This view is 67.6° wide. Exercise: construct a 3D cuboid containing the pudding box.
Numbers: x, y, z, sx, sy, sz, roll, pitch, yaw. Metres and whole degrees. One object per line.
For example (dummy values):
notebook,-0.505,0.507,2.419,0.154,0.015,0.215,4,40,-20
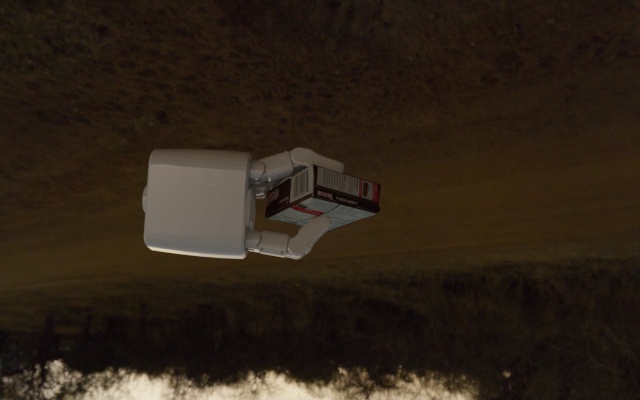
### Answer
pudding box,0.000,0.002,0.547,0.090,0.039,0.113,14,-20,-29
